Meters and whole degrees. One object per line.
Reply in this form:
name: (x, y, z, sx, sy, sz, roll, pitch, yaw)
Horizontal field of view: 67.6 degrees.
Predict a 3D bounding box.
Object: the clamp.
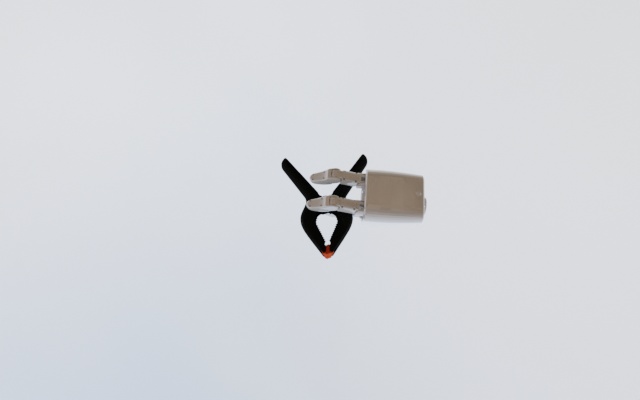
clamp: (0.000, 0.004, 0.880, 0.164, 0.210, 0.036, 3, -26, 5)
